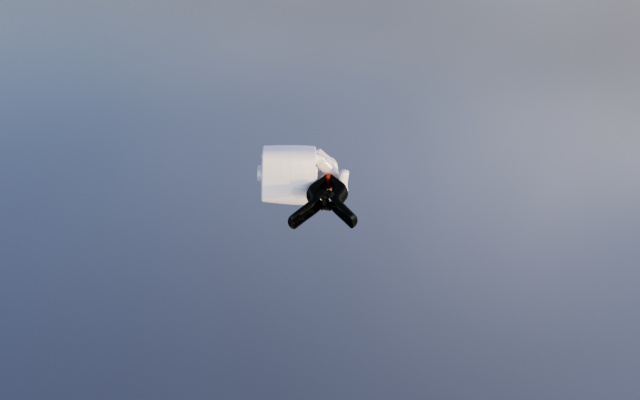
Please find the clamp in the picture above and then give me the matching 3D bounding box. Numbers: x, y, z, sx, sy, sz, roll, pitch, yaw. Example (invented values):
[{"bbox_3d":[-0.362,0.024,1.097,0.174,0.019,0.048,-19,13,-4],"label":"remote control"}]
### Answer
[{"bbox_3d":[0.000,0.002,0.881,0.120,0.039,0.171,0,28,-3],"label":"clamp"}]
